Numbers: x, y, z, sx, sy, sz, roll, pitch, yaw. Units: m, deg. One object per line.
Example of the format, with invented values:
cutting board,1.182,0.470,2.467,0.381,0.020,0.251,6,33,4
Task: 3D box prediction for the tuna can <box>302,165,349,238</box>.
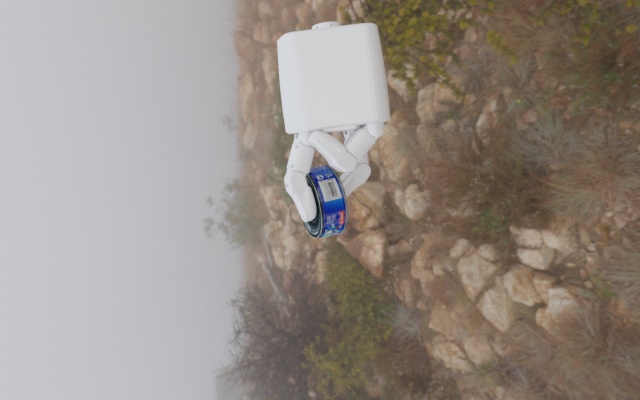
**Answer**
tuna can,0.000,0.002,0.577,0.034,0.086,0.086,-13,4,-20
